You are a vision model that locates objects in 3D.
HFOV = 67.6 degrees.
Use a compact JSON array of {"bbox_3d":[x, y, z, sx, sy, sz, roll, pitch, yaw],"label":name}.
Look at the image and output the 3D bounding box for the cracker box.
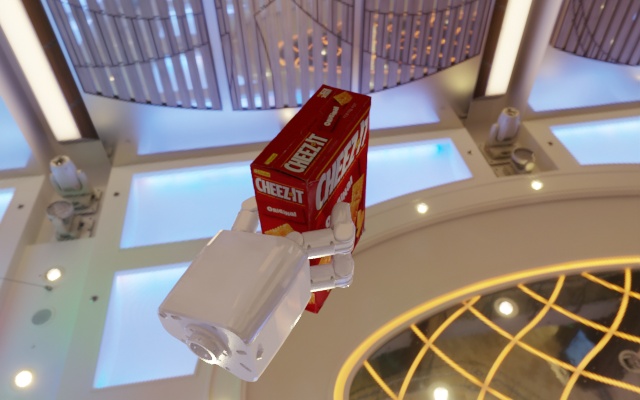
[{"bbox_3d":[0.000,0.002,0.559,0.072,0.214,0.164,17,47,19],"label":"cracker box"}]
